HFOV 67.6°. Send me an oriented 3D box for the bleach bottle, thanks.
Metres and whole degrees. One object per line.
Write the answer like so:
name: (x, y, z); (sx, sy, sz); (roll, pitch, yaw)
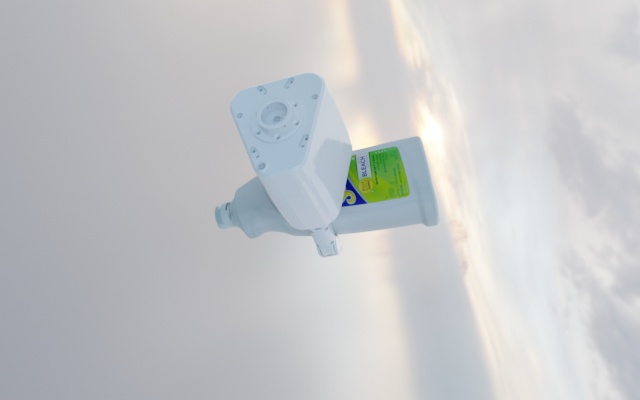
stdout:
bleach bottle: (0.000, 0.002, 0.547); (0.251, 0.102, 0.068); (-12, -29, 10)
